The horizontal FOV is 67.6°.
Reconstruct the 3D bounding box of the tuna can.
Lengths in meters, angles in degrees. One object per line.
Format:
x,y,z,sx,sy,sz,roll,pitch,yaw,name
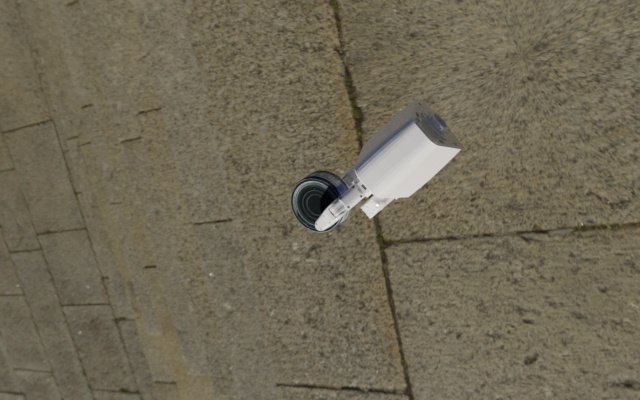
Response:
0.000,0.002,0.690,0.086,0.086,0.033,0,19,27,tuna can
